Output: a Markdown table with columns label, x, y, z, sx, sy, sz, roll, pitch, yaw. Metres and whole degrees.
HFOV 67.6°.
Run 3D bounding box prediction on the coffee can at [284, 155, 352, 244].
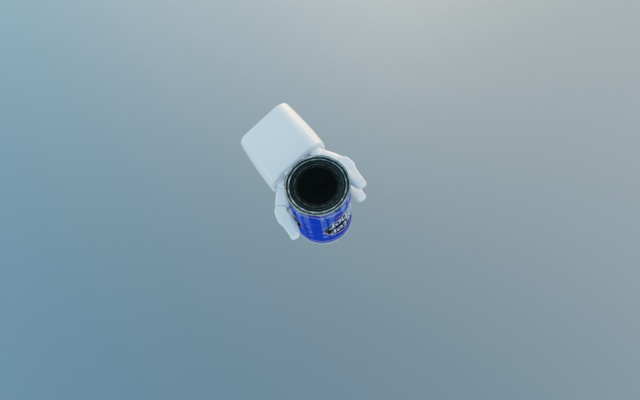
| label | x | y | z | sx | sy | sz | roll | pitch | yaw |
| --- | --- | --- | --- | --- | --- | --- | --- | --- | --- |
| coffee can | 0.000 | 0.003 | 0.784 | 0.103 | 0.102 | 0.140 | 0 | -22 | 4 |
